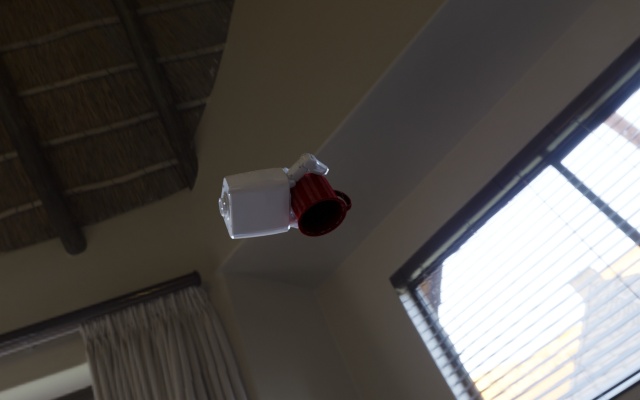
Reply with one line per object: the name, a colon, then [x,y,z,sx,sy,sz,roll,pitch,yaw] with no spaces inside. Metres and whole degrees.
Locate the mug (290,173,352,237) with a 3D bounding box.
mug: [0.001,0.002,0.865,0.117,0.093,0.081,-8,44,-23]
